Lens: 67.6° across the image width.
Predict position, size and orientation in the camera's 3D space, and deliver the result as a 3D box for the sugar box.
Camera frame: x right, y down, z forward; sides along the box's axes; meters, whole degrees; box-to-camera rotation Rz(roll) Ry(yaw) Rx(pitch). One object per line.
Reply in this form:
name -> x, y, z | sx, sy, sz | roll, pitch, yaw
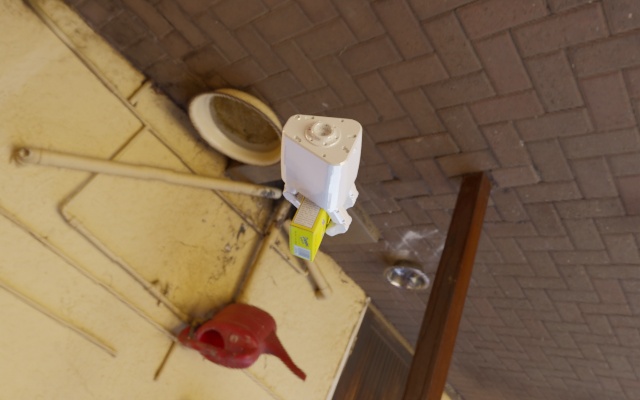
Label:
sugar box -> 0.001, 0.003, 0.791 | 0.048, 0.176, 0.093 | 20, -33, 10
